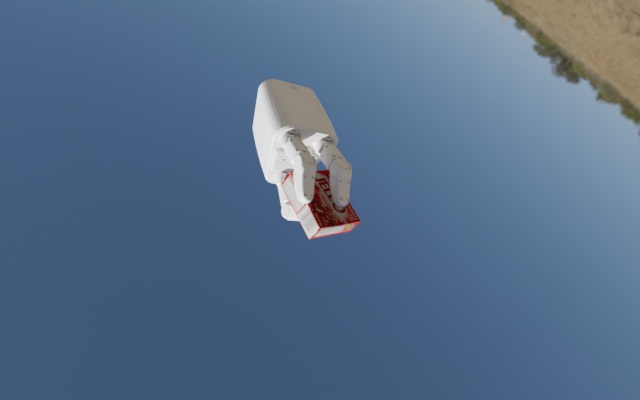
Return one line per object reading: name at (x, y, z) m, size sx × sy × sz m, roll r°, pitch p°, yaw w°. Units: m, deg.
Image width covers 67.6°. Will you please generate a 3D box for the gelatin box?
gelatin box at (0.000, 0.003, 0.619) m, size 0.073 × 0.089 × 0.030 m, roll -6°, pitch -31°, yaw -42°
